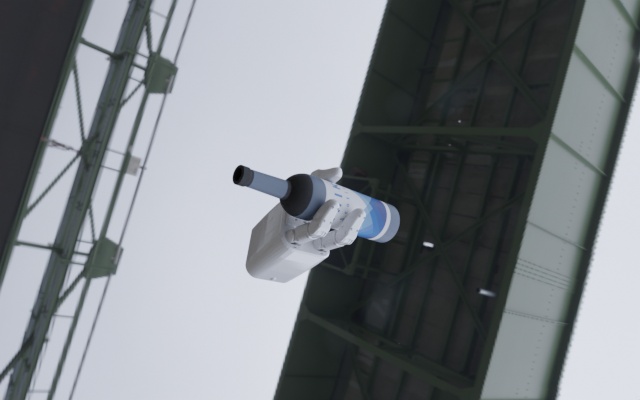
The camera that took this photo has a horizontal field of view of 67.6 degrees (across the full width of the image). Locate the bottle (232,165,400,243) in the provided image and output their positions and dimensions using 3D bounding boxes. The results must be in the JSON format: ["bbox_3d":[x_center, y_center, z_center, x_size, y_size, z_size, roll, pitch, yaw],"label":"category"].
[{"bbox_3d":[0.000,0.002,0.720,0.296,0.069,0.069,19,-12,-39],"label":"bottle"}]
